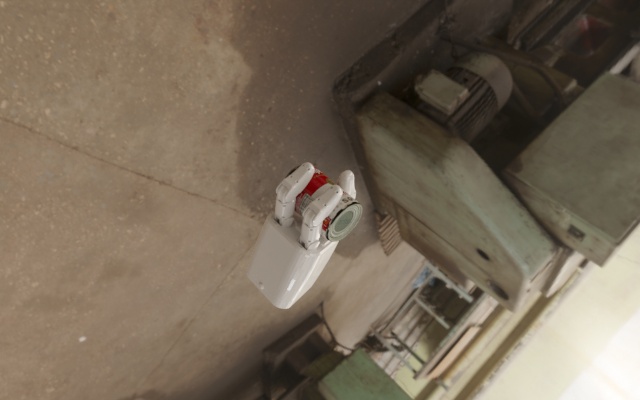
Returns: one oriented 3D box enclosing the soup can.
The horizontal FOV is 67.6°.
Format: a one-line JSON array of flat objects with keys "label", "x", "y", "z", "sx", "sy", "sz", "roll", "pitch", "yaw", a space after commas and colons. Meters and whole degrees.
[{"label": "soup can", "x": 0.001, "y": 0.002, "z": 0.669, "sx": 0.102, "sy": 0.068, "sz": 0.068, "roll": 40, "pitch": 22, "yaw": 29}]
